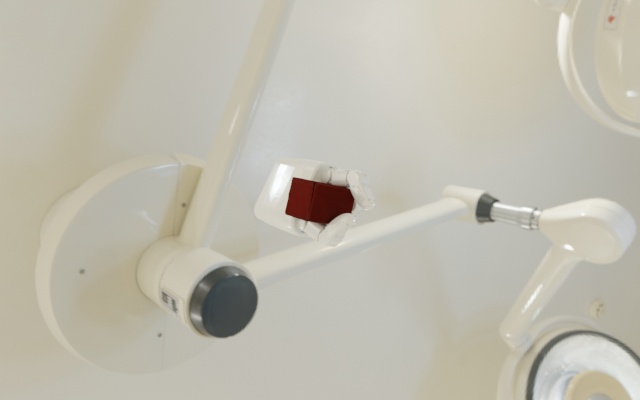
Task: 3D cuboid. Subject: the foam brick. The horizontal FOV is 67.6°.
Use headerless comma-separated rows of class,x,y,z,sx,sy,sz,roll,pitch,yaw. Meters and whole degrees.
foam brick,0.000,0.002,0.642,0.078,0.053,0.051,10,3,-43
